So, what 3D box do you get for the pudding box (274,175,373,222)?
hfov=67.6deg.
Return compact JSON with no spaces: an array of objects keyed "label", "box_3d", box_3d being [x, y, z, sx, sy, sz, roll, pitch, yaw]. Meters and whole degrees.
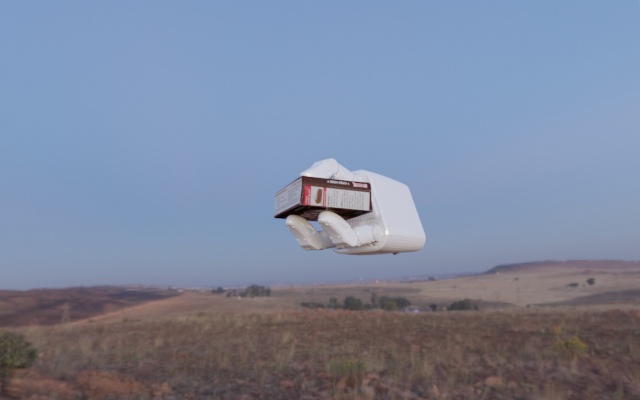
[{"label":"pudding box","box_3d":[0.000,0.002,0.585,0.090,0.039,0.113,4,-13,-20]}]
